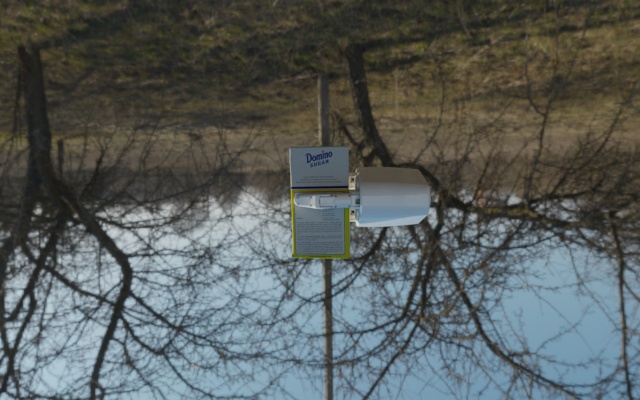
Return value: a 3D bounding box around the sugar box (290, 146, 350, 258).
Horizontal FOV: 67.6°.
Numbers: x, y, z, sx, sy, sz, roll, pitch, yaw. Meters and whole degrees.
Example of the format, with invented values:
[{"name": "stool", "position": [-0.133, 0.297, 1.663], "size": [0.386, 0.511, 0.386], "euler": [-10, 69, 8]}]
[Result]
[{"name": "sugar box", "position": [0.000, 0.003, 0.759], "size": [0.093, 0.176, 0.048], "euler": [0, 3, 3]}]
